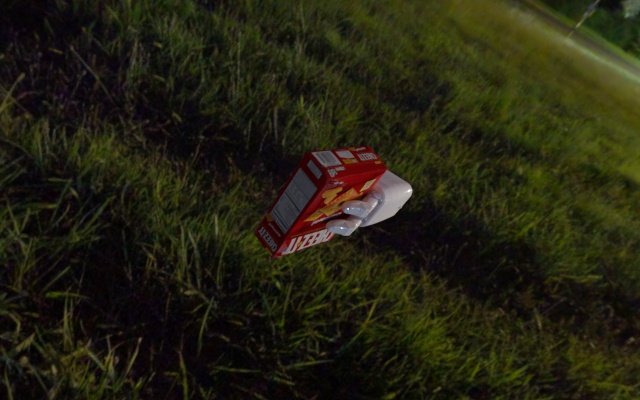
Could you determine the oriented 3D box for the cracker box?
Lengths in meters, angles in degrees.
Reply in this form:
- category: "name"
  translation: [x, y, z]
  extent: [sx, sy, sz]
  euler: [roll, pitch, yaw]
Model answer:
- category: "cracker box"
  translation: [0.000, 0.003, 0.863]
  extent: [0.164, 0.072, 0.214]
  euler: [-12, -33, -47]
